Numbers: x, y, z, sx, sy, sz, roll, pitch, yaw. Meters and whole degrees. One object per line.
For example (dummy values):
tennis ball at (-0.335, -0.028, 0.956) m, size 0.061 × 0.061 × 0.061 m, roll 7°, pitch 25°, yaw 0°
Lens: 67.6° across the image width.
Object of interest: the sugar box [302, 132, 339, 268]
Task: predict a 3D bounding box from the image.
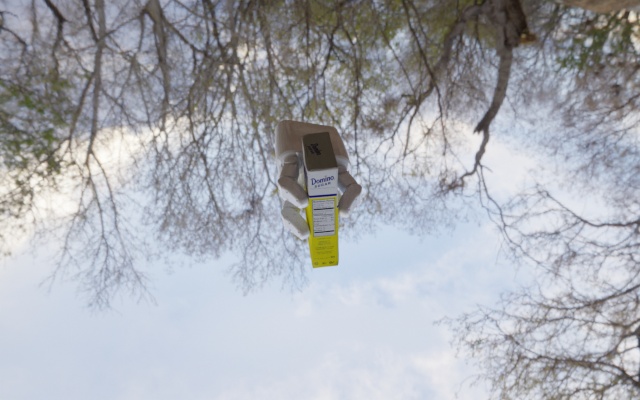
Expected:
sugar box at (0.000, 0.002, 0.677) m, size 0.048 × 0.176 × 0.093 m, roll -7°, pitch 38°, yaw -3°
